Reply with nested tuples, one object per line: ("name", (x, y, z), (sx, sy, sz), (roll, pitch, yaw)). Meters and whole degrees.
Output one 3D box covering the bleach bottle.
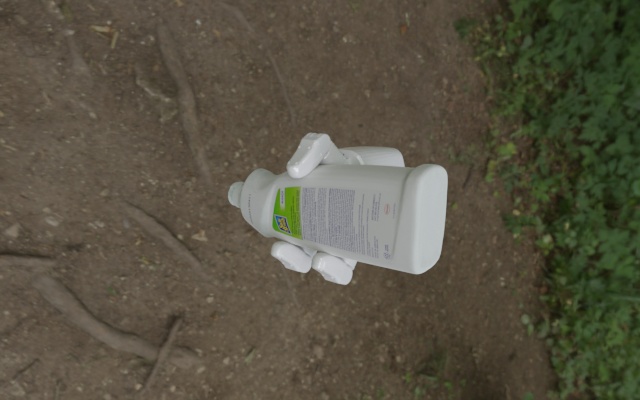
("bleach bottle", (0.000, 0.002, 0.500), (0.251, 0.102, 0.068), (10, 15, 35))
